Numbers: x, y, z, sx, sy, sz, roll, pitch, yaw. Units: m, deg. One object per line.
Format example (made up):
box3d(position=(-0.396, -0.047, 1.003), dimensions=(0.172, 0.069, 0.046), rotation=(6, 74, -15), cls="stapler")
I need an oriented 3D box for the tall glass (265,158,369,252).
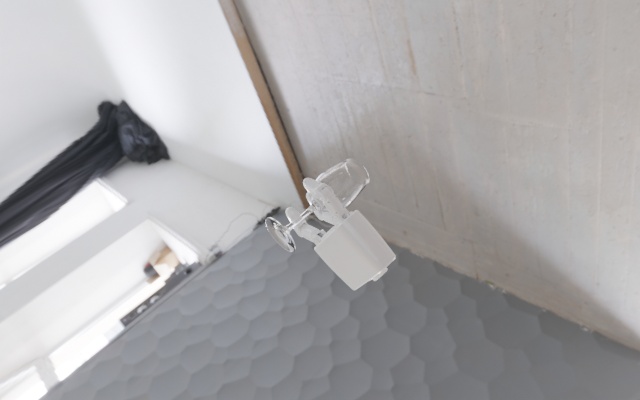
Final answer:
box3d(position=(0.000, 0.003, 0.861), dimensions=(0.201, 0.079, 0.079), rotation=(-40, 19, -25), cls="tall glass")
